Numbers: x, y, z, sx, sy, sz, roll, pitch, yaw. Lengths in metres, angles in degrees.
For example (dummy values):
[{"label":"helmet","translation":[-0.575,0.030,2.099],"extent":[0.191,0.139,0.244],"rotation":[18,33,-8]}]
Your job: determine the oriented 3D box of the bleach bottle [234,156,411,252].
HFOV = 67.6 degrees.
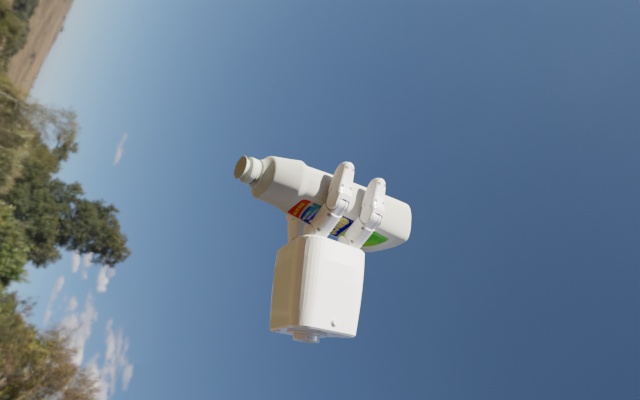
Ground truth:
[{"label":"bleach bottle","translation":[0.000,0.002,0.617],"extent":[0.251,0.068,0.102],"rotation":[21,-26,-34]}]
